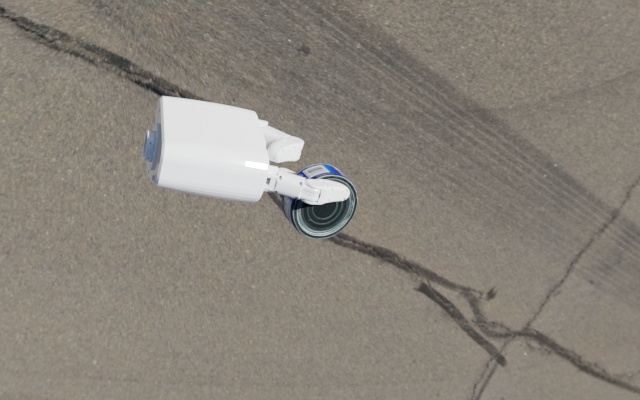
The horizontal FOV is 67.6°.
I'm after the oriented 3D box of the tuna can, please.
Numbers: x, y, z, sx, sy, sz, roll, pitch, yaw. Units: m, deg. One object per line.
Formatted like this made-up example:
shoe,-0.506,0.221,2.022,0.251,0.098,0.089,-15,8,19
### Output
tuna can,0.000,0.002,0.560,0.086,0.086,0.033,0,25,-27
